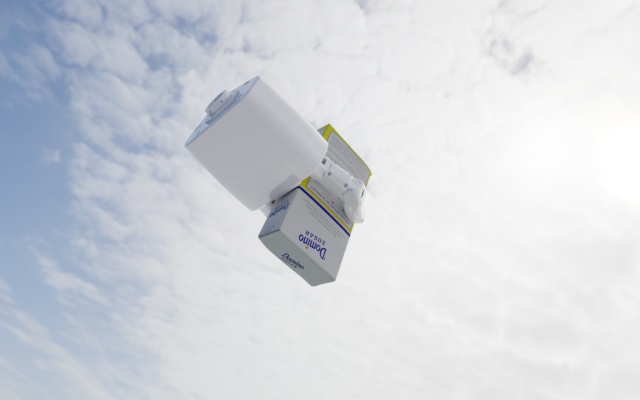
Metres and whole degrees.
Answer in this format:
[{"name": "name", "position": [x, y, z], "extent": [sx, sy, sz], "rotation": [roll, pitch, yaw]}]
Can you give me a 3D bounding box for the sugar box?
[{"name": "sugar box", "position": [0.000, 0.002, 0.560], "extent": [0.048, 0.176, 0.093], "rotation": [-21, -57, 43]}]
